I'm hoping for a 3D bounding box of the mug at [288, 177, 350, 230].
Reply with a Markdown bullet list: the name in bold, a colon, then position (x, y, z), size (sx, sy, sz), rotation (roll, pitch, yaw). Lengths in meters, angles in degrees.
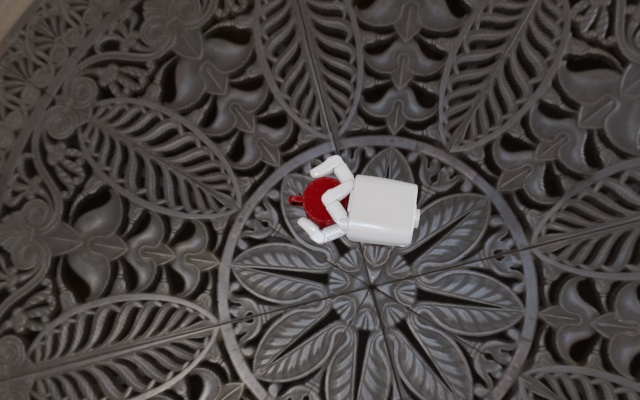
- **mug**: position (-0.001, 0.003, 0.859), size (0.117, 0.093, 0.081), rotation (7, -8, 7)
